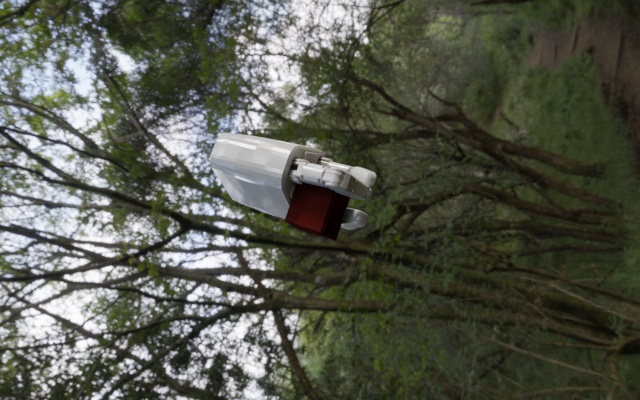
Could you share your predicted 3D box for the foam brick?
[{"bbox_3d":[0.000,0.002,0.571,0.051,0.078,0.053,14,-10,22],"label":"foam brick"}]
